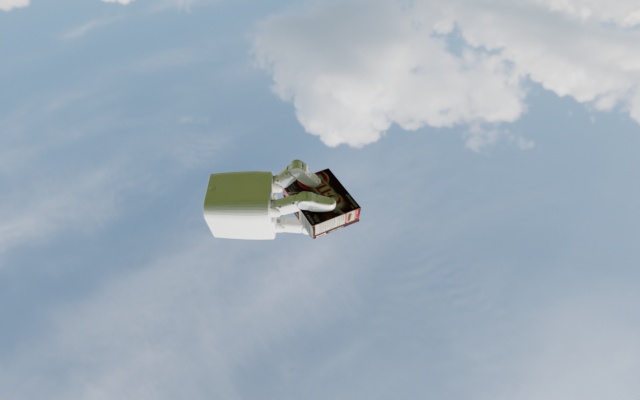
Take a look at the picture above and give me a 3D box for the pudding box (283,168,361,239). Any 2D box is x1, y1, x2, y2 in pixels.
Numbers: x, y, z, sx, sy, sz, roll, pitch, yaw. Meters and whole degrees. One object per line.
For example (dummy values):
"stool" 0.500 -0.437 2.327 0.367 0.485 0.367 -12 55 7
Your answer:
"pudding box" 0.000 0.003 0.789 0.090 0.039 0.113 -21 51 -19
